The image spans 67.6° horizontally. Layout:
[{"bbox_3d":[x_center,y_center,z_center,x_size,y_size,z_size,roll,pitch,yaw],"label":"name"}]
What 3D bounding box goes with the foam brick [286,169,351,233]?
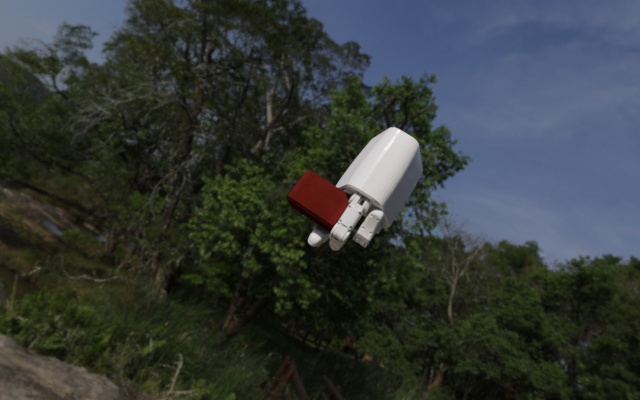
[{"bbox_3d":[0.000,0.002,0.671,0.078,0.051,0.053,33,-10,9],"label":"foam brick"}]
